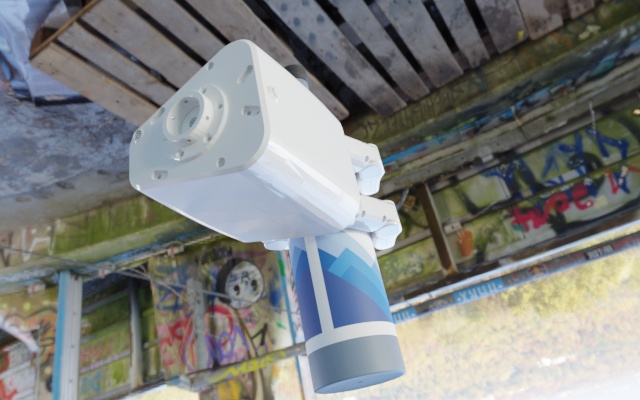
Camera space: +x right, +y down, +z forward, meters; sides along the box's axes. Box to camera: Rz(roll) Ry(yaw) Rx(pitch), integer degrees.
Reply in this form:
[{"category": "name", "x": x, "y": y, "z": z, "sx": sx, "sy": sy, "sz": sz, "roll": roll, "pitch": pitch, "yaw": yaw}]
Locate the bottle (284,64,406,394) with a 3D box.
[{"category": "bottle", "x": 0.000, "y": 0.002, "z": 0.403, "sx": 0.069, "sy": 0.295, "sz": 0.069, "roll": -10, "pitch": -28, "yaw": -5}]
